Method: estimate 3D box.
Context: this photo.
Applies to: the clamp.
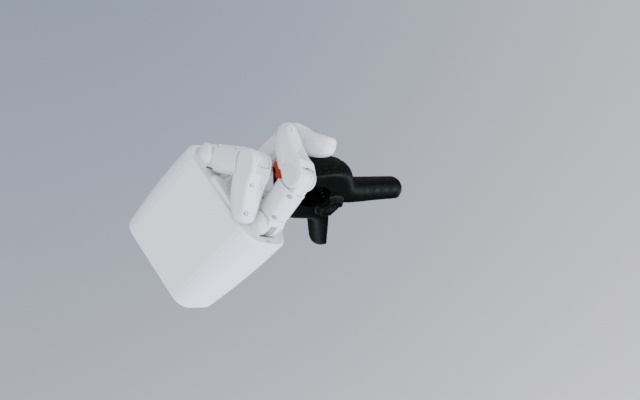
[{"bbox_3d":[0.000,0.002,0.486,0.120,0.039,0.171,-44,-34,21],"label":"clamp"}]
